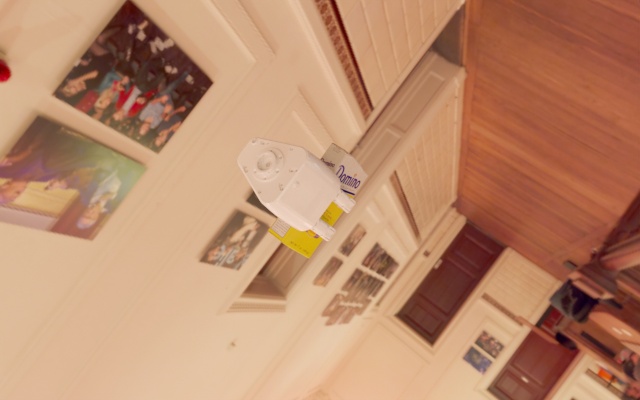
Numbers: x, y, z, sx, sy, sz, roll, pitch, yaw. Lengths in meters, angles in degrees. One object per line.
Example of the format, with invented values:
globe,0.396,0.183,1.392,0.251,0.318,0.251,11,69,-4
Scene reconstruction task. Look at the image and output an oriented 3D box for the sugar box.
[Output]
sugar box,0.000,0.003,0.784,0.048,0.176,0.093,37,-1,34
